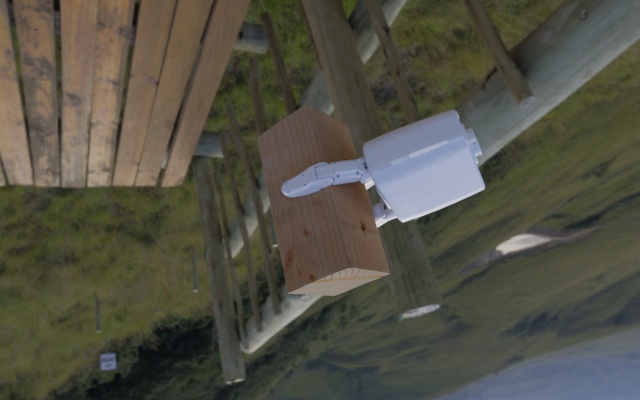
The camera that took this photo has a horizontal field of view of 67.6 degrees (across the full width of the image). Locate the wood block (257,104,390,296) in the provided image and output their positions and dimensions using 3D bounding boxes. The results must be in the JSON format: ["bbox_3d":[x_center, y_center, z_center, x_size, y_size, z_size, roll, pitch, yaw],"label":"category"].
[{"bbox_3d":[0.000,0.002,0.582,0.090,0.206,0.091,-28,-27,30],"label":"wood block"}]
